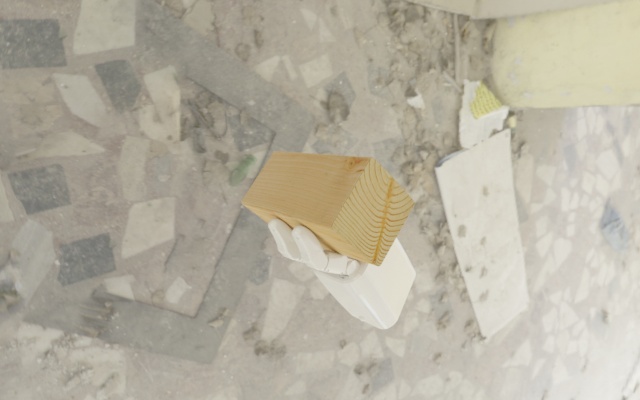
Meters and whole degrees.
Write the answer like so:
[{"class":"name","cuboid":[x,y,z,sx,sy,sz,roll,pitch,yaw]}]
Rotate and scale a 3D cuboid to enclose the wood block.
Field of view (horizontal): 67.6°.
[{"class":"wood block","cuboid":[0.001,0.002,0.597,0.090,0.091,0.206,41,-17,-33]}]
